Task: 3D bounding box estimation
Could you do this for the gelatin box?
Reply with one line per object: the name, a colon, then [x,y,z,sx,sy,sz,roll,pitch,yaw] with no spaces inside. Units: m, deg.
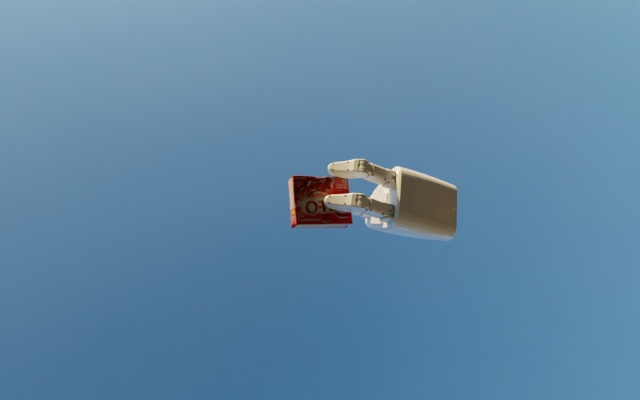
gelatin box: [0.000,0.002,0.698,0.089,0.073,0.030,1,-15,-19]
